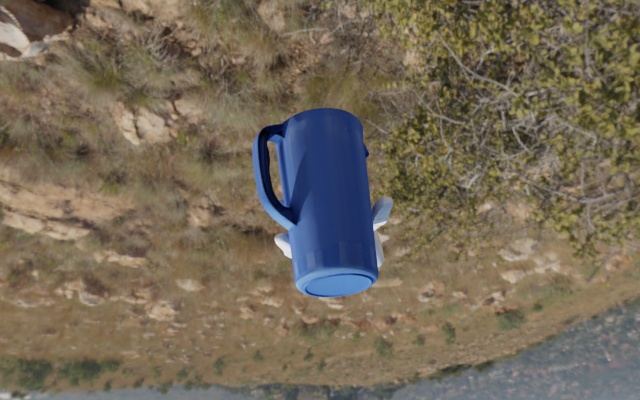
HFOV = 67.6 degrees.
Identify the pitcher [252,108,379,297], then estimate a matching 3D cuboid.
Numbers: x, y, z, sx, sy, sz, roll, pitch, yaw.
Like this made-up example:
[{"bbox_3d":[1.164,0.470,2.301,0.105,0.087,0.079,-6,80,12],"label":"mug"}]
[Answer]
[{"bbox_3d":[0.000,0.002,0.659,0.149,0.242,0.145,-12,-28,10],"label":"pitcher"}]
